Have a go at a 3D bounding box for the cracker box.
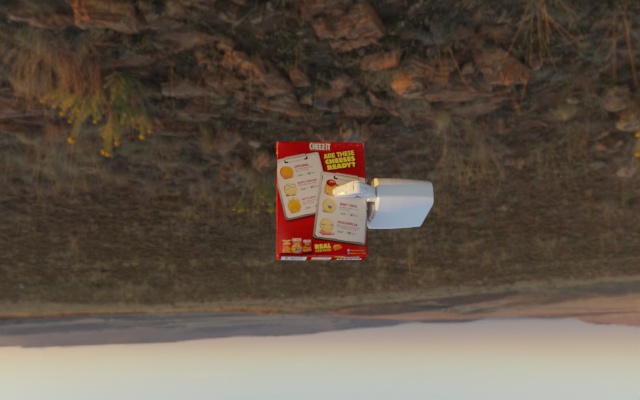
[{"bbox_3d":[0.000,0.003,0.883,0.164,0.213,0.072,0,-14,-6],"label":"cracker box"}]
